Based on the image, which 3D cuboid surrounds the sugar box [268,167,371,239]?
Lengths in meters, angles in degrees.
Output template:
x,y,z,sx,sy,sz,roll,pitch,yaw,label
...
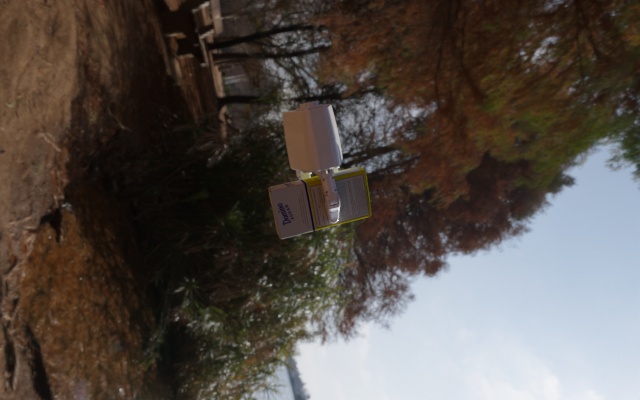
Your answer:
x,y,z,sx,sy,sz,roll,pitch,yaw,label
0.000,0.003,0.867,0.176,0.093,0.048,-12,16,-9,sugar box
